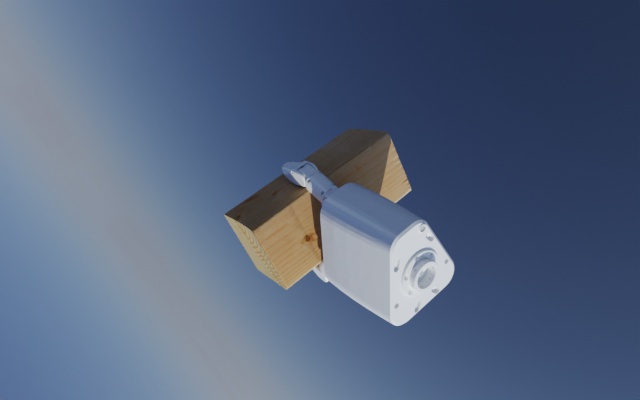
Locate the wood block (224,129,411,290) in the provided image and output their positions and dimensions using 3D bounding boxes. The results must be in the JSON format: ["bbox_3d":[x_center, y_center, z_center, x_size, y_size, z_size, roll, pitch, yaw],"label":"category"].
[{"bbox_3d":[0.000,0.002,0.595,0.206,0.091,0.090,-36,26,-20],"label":"wood block"}]
